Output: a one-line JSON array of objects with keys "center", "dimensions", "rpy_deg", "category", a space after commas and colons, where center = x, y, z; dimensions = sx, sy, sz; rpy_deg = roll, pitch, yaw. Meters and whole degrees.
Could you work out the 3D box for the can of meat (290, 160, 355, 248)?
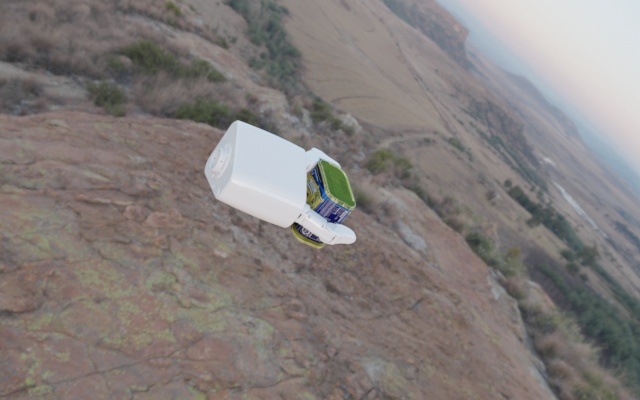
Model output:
[{"center": [0.000, 0.002, 0.686], "dimensions": [0.057, 0.084, 0.102], "rpy_deg": [25, 30, -28], "category": "can of meat"}]
